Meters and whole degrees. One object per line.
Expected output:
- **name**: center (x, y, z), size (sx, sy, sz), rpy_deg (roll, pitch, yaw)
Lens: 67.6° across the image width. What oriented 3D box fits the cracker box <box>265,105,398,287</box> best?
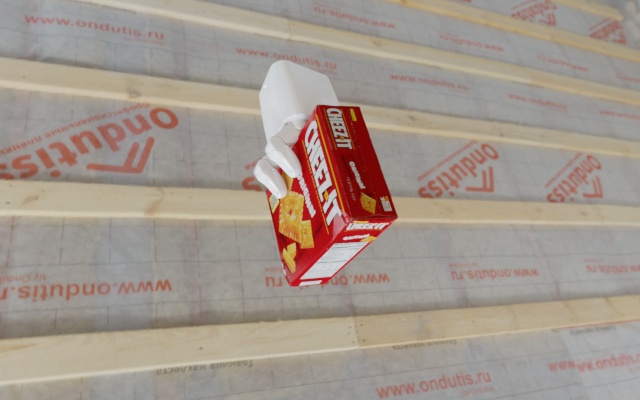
- **cracker box**: center (0.000, 0.002, 0.643), size (0.072, 0.164, 0.214), rpy_deg (-2, -28, -27)
